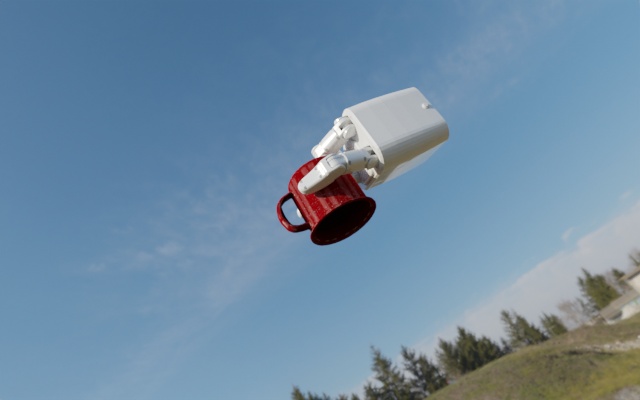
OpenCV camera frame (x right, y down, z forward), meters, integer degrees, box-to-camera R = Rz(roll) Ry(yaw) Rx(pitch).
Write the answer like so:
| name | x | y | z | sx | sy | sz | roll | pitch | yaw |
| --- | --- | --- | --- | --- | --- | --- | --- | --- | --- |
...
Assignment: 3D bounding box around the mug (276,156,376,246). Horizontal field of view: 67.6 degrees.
| name | x | y | z | sx | sy | sz | roll | pitch | yaw |
| --- | --- | --- | --- | --- | --- | --- | --- | --- | --- |
| mug | -0.001 | 0.002 | 0.604 | 0.117 | 0.081 | 0.093 | -23 | -30 | -17 |
